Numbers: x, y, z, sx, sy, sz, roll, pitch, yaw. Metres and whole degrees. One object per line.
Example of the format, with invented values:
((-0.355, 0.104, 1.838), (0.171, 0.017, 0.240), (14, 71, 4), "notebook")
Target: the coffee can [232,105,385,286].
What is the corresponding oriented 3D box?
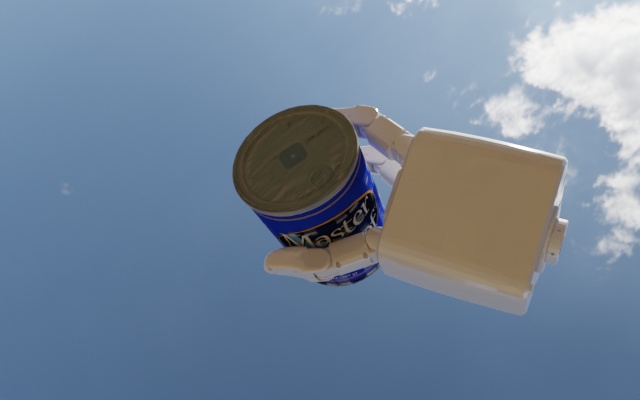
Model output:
((0.000, 0.001, 0.420), (0.103, 0.102, 0.140), (0, -31, 21), "coffee can")
